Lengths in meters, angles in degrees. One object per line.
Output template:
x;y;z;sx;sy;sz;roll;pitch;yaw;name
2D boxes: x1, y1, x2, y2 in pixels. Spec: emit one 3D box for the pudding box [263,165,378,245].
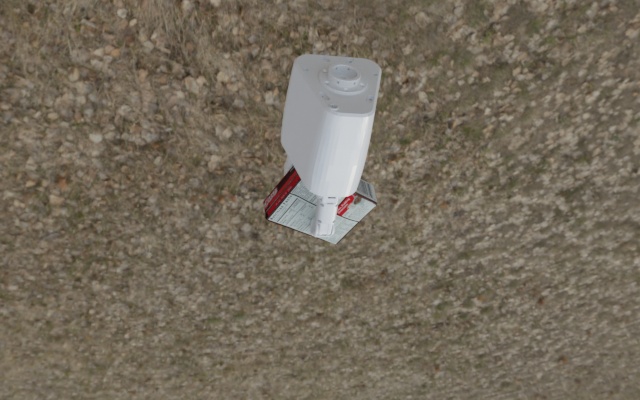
0.000;0.002;0.586;0.113;0.039;0.090;24;-54;-29;pudding box
